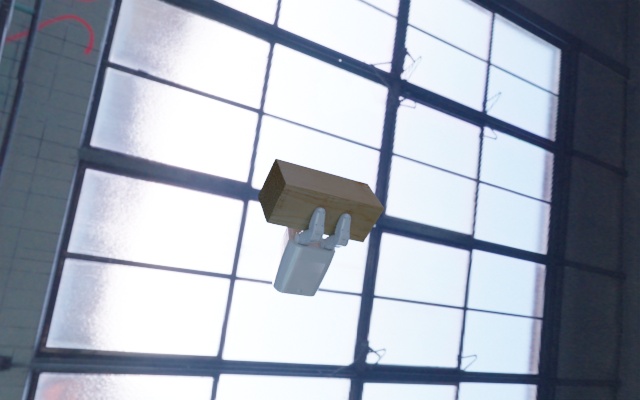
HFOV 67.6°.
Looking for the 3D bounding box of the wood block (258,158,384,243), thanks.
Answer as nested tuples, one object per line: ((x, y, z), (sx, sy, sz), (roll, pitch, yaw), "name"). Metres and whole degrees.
((0.000, 0.003, 0.896), (0.206, 0.090, 0.090), (14, 28, -28), "wood block")
